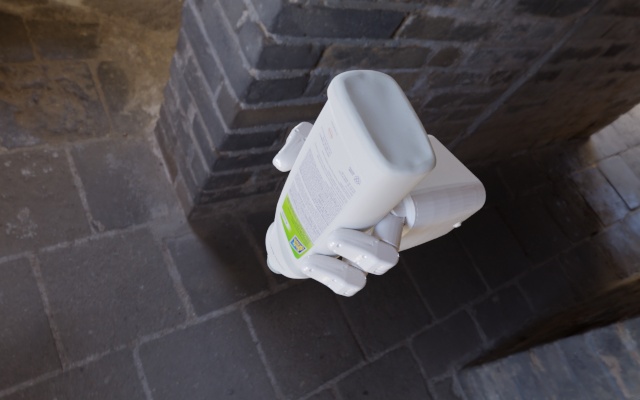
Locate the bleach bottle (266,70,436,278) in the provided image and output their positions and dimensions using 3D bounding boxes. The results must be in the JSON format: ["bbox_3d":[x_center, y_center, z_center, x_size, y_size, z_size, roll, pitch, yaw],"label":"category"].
[{"bbox_3d":[0.000,0.002,0.450,0.068,0.102,0.251,-11,-24,-32],"label":"bleach bottle"}]
